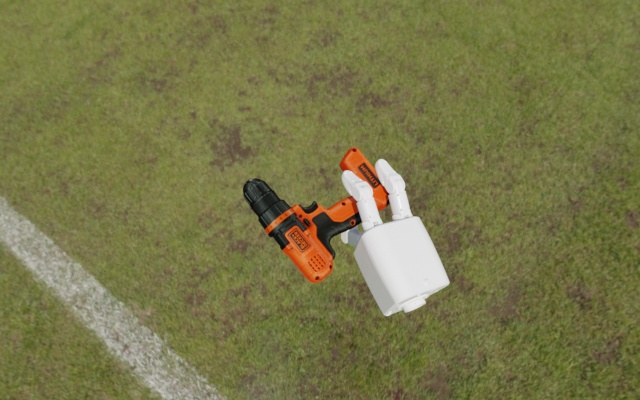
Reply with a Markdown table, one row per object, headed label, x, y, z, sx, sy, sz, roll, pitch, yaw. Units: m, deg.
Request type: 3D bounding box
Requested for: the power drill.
| label | x | y | z | sx | sy | sz | roll | pitch | yaw |
| --- | --- | --- | --- | --- | --- | --- | --- | --- | --- |
| power drill | 0.001 | 0.002 | 0.726 | 0.187 | 0.184 | 0.057 | -38 | -3 | -13 |
